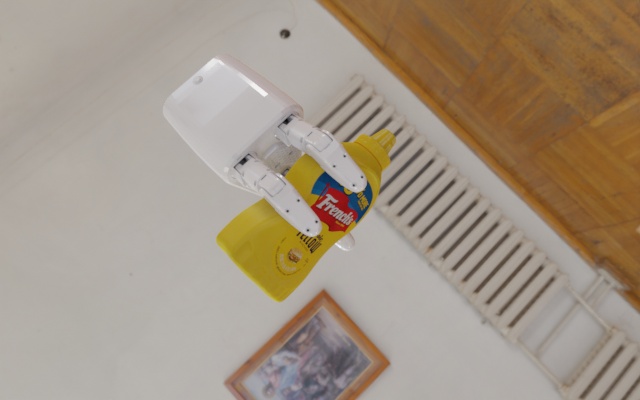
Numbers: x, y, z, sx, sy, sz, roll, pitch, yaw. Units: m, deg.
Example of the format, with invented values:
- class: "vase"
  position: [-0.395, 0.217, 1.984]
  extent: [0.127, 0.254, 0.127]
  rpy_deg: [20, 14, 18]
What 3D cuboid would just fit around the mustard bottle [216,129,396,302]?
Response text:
- class: "mustard bottle"
  position: [0.000, 0.002, 0.451]
  extent: [0.058, 0.191, 0.096]
  rpy_deg: [35, -15, 47]
